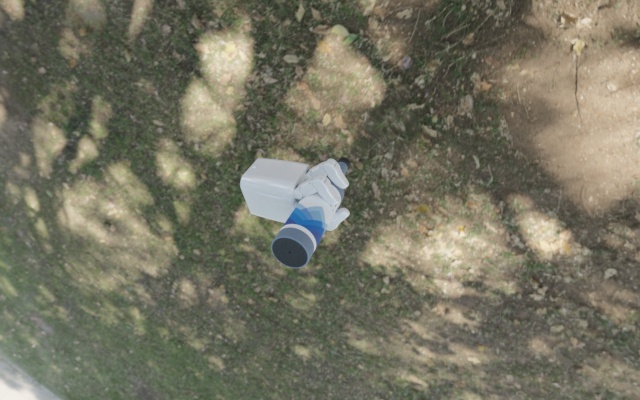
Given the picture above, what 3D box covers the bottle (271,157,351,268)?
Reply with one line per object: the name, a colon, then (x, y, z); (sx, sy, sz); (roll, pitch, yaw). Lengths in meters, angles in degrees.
bottle: (0.000, 0.003, 0.879); (0.069, 0.069, 0.295); (0, 34, 24)
